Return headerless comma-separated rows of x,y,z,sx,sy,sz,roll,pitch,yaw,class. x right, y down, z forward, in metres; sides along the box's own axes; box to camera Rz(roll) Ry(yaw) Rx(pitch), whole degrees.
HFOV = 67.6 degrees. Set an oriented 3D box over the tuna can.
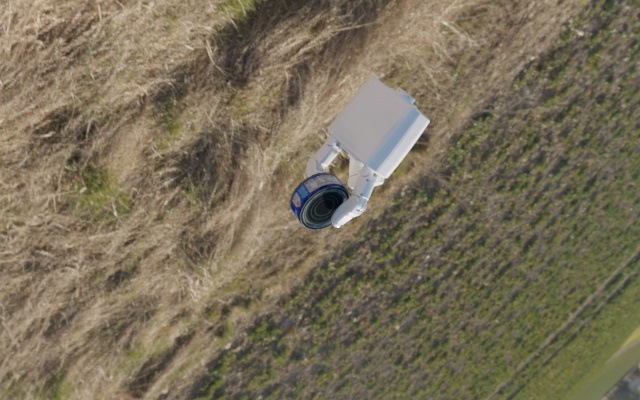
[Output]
0.000,0.003,0.709,0.086,0.086,0.033,0,38,-35,tuna can
